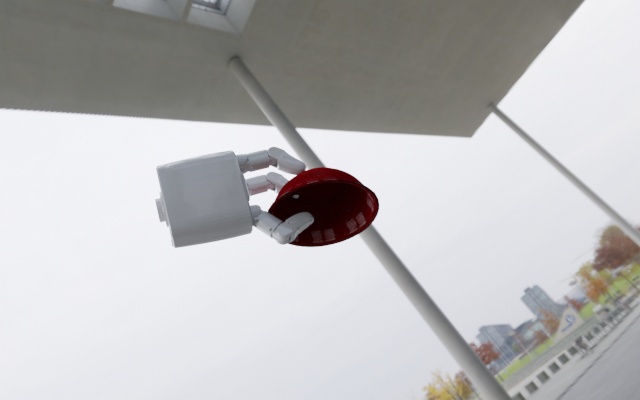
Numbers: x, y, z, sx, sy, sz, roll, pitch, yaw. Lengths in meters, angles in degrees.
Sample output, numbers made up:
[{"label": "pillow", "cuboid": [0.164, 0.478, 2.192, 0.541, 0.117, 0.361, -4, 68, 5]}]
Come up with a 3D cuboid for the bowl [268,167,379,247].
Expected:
[{"label": "bowl", "cuboid": [0.001, 0.002, 0.685, 0.162, 0.055, 0.162, -7, -36, -5]}]
